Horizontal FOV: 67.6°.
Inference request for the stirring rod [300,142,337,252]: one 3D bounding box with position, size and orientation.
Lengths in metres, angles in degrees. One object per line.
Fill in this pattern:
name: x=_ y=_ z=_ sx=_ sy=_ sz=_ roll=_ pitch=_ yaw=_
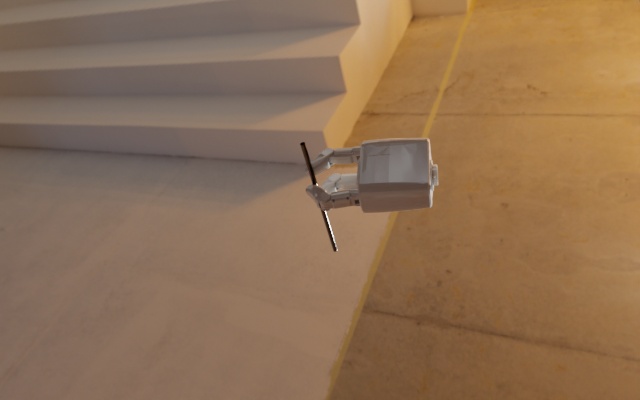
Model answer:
stirring rod: x=0.000 y=0.003 z=0.794 sx=0.011 sy=0.240 sz=0.011 roll=-10 pitch=41 yaw=9
